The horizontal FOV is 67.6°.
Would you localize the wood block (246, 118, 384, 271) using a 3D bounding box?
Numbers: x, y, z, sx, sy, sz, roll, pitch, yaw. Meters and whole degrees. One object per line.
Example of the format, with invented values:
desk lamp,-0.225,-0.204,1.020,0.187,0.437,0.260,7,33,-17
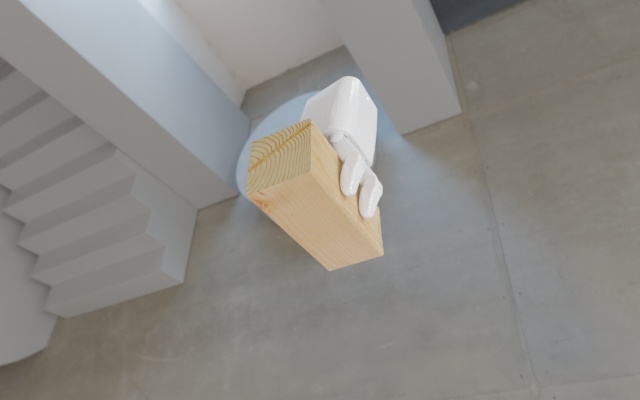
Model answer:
wood block,0.000,0.002,0.637,0.091,0.090,0.206,-19,-41,22
